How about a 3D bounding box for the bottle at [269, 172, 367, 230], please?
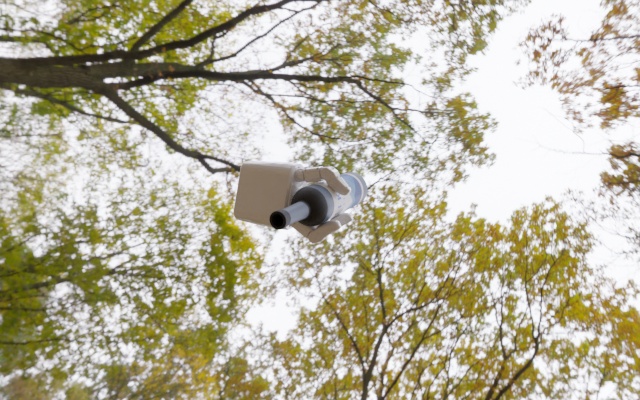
[{"bbox_3d":[0.000,0.003,0.808,0.069,0.069,0.295,0,10,25],"label":"bottle"}]
